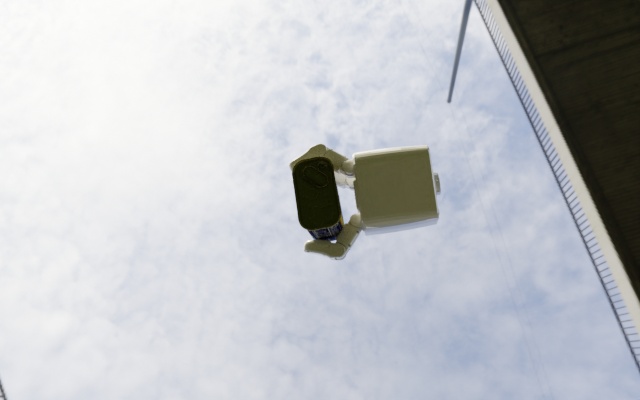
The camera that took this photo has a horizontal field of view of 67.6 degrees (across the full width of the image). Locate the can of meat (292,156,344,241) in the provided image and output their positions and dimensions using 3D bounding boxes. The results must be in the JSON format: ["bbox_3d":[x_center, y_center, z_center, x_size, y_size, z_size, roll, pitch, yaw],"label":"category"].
[{"bbox_3d":[0.000,0.002,0.668,0.057,0.102,0.084,-11,-20,5],"label":"can of meat"}]
